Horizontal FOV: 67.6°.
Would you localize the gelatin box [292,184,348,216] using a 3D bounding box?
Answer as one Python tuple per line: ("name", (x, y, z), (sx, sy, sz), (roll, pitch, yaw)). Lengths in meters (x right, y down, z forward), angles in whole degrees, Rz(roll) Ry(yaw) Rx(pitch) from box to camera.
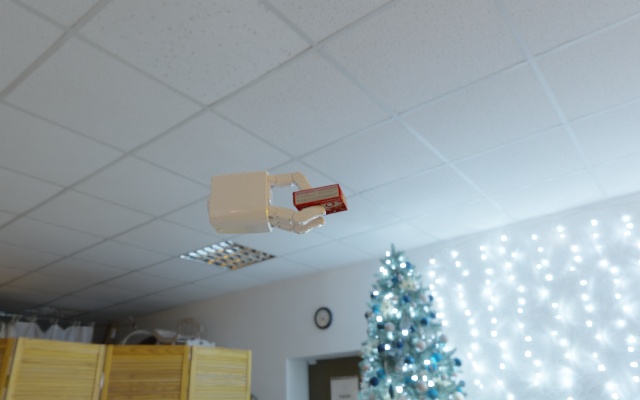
("gelatin box", (0.000, 0.002, 0.884), (0.089, 0.030, 0.073), (-11, -24, 9))
